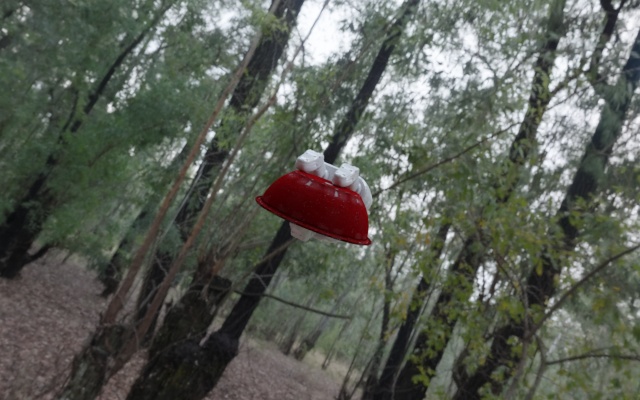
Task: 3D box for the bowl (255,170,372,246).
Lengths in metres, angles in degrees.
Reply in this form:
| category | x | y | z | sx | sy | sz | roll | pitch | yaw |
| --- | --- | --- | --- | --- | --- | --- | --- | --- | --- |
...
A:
| category | x | y | z | sx | sy | sz | roll | pitch | yaw |
| --- | --- | --- | --- | --- | --- | --- | --- | --- | --- |
| bowl | 0.000 | 0.002 | 0.618 | 0.162 | 0.055 | 0.162 | 21 | 6 | -2 |
